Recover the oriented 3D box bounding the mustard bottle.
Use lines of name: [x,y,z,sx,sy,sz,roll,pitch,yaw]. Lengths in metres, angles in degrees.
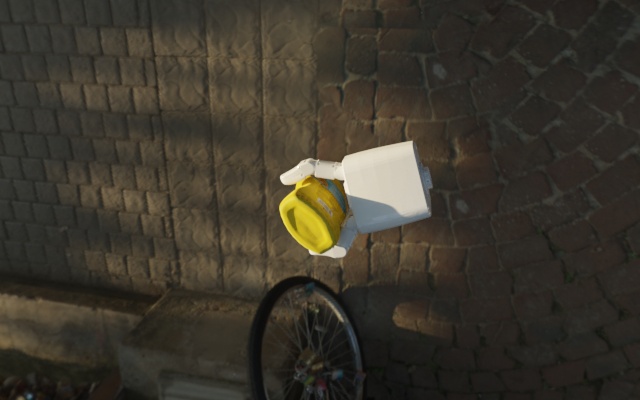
mustard bottle: [0.000,0.003,0.748,0.058,0.096,0.191,-39,9,22]
